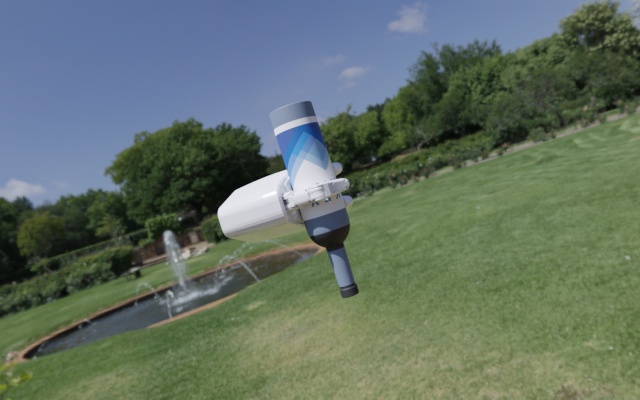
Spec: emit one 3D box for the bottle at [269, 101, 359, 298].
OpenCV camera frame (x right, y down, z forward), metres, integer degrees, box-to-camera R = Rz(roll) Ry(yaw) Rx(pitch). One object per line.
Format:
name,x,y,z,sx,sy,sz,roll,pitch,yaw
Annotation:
bottle,0.000,0.002,0.716,0.069,0.295,0.069,-18,1,0
